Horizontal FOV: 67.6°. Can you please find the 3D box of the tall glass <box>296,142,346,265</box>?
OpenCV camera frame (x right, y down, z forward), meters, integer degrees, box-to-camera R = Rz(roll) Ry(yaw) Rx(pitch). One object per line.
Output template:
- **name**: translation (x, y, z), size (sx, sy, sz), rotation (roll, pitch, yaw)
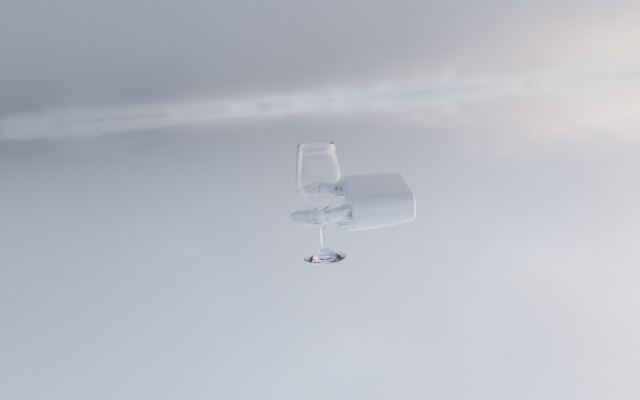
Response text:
- **tall glass**: translation (0.000, 0.003, 0.815), size (0.079, 0.201, 0.079), rotation (-5, 12, 1)
